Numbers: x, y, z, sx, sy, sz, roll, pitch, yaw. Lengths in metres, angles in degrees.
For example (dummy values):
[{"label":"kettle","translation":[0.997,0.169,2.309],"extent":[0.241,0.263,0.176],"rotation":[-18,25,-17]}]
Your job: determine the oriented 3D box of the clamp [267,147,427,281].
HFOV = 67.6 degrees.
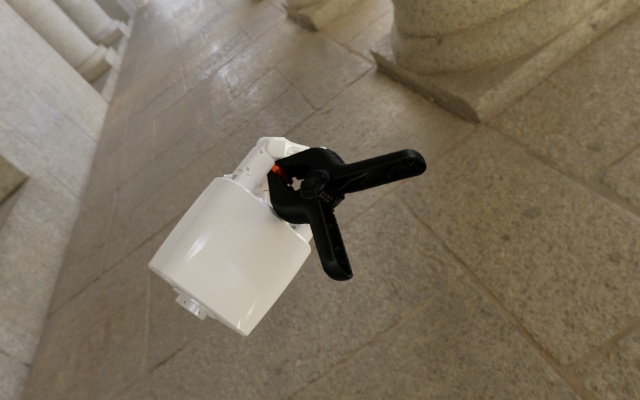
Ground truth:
[{"label":"clamp","translation":[0.000,0.001,0.421],"extent":[0.171,0.120,0.039],"rotation":[10,-31,50]}]
